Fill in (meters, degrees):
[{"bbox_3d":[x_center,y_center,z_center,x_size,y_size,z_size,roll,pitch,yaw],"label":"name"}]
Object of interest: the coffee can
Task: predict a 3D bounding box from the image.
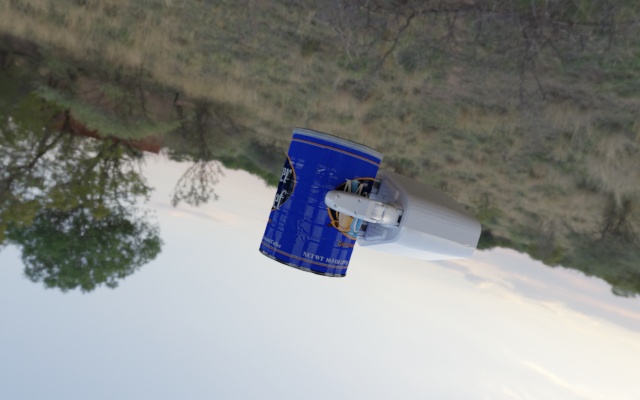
[{"bbox_3d":[0.000,0.002,0.528,0.103,0.140,0.103,17,2,-1],"label":"coffee can"}]
